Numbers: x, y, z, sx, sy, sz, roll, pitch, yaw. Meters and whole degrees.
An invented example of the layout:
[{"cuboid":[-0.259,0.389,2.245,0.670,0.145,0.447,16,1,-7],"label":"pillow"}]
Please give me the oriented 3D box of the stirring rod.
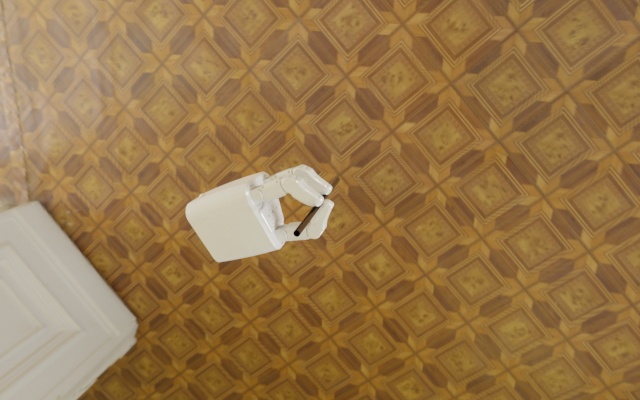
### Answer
[{"cuboid":[0.000,0.002,0.662,0.011,0.011,0.239,0,17,14],"label":"stirring rod"}]
